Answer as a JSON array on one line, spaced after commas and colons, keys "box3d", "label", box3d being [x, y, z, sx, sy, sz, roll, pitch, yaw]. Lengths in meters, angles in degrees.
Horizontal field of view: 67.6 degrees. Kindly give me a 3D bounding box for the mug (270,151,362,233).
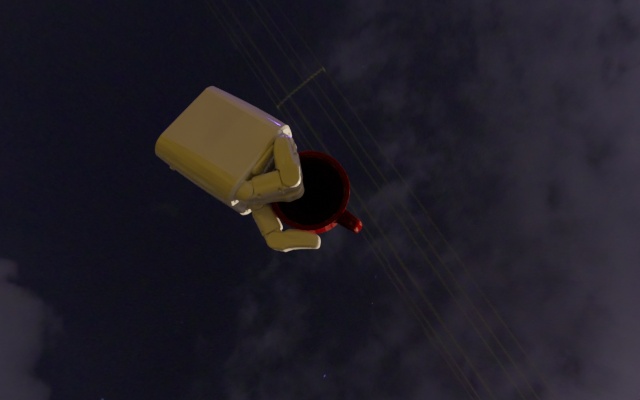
[{"box3d": [0.001, 0.003, 0.579, 0.117, 0.093, 0.081, 32, -7, 10], "label": "mug"}]
